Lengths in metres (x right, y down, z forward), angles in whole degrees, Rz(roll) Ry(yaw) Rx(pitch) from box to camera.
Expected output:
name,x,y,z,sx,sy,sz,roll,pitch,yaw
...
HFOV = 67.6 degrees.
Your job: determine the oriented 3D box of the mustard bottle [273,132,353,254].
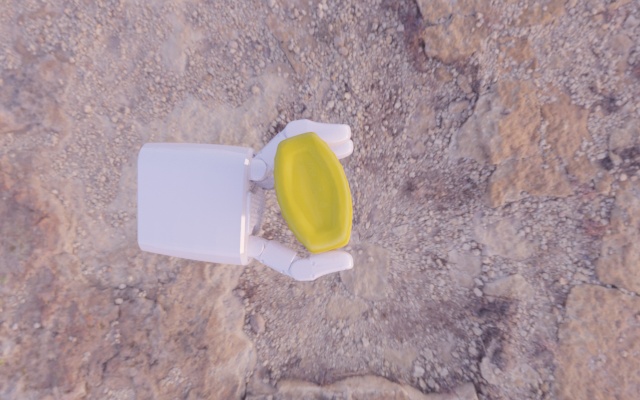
name,x,y,z,sx,sy,sz,roll,pitch,yaw
mustard bottle,0.000,0.001,0.464,0.058,0.096,0.191,-19,-7,2
